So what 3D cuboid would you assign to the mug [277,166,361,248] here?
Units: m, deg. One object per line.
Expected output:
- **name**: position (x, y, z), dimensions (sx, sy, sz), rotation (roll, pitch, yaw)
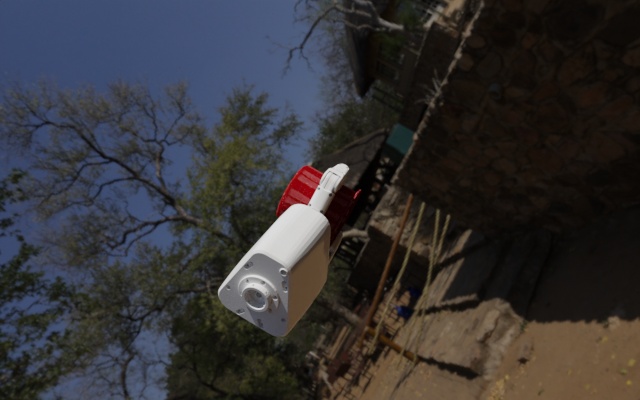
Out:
- **mug**: position (0.000, 0.001, 0.638), dimensions (0.081, 0.093, 0.117), rotation (30, 32, 7)
